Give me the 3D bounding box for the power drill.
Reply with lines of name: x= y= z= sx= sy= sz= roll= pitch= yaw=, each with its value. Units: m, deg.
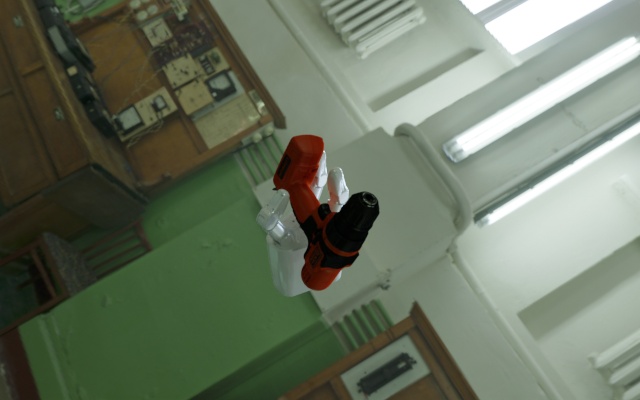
power drill: x=0.000 y=0.002 z=0.639 sx=0.057 sy=0.187 sz=0.184 roll=0 pitch=-39 yaw=-30
